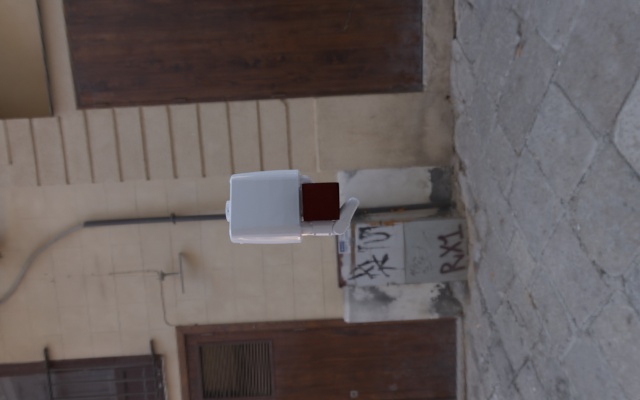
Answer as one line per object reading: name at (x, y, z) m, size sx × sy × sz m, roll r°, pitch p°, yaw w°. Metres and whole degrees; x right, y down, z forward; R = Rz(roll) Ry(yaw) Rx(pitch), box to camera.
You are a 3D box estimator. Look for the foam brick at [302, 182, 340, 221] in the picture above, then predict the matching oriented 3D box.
foam brick at (0.000, 0.002, 0.682) m, size 0.051 × 0.053 × 0.078 m, roll -1°, pitch -1°, yaw -1°
